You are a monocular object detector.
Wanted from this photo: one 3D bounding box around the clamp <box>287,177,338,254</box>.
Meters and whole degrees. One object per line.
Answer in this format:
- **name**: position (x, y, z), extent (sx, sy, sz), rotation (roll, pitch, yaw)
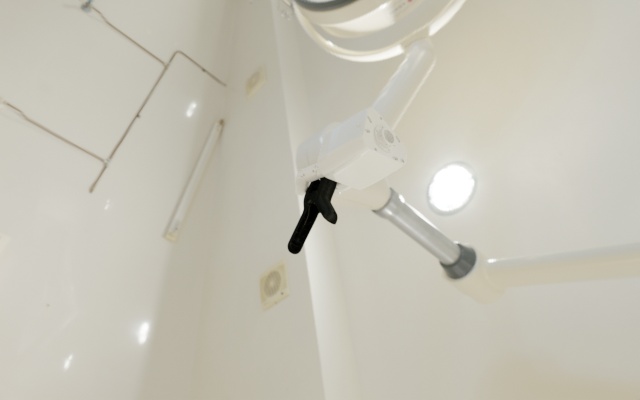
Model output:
- **clamp**: position (0.001, 0.003, 0.814), extent (0.039, 0.171, 0.120), rotation (35, -41, -26)
